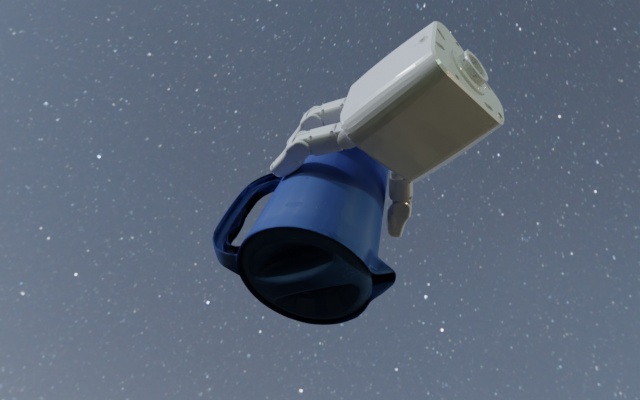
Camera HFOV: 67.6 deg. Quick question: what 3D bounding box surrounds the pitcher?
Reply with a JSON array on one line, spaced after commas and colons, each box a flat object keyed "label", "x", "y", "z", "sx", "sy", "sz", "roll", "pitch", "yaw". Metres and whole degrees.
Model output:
[{"label": "pitcher", "x": 0.000, "y": 0.002, "z": 0.531, "sx": 0.149, "sy": 0.242, "sz": 0.145, "roll": 40, "pitch": -52, "yaw": -16}]
